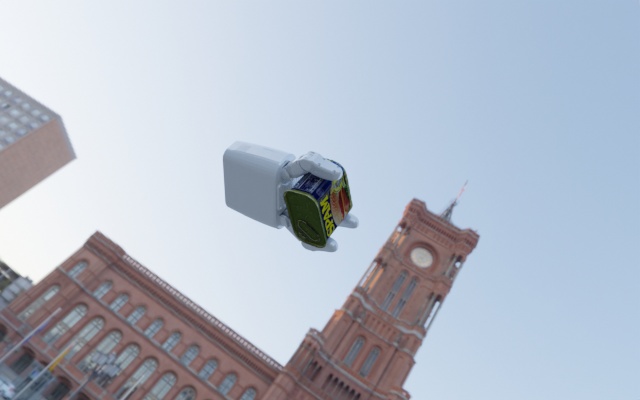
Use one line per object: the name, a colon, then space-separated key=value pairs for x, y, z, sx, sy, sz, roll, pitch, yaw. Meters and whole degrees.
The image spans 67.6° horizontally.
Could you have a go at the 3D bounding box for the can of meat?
can of meat: x=0.000 y=0.002 z=0.685 sx=0.057 sy=0.102 sz=0.084 roll=16 pitch=48 yaw=30
